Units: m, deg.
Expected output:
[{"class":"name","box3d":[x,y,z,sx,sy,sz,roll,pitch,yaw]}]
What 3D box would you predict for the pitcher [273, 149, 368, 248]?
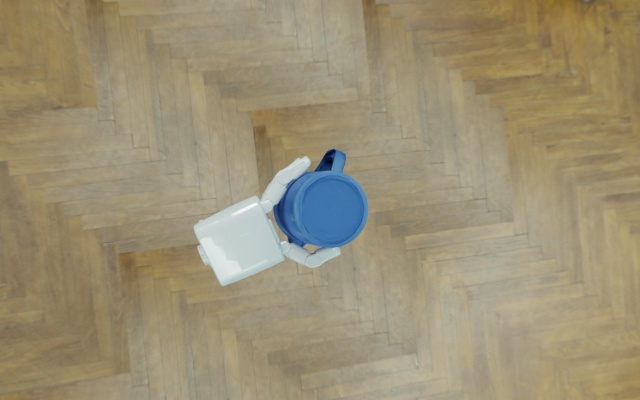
[{"class":"pitcher","box3d":[0.000,0.003,0.772,0.145,0.149,0.243,-23,3,-9]}]
